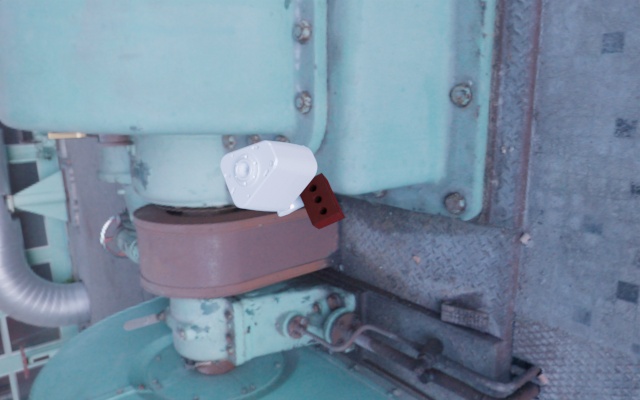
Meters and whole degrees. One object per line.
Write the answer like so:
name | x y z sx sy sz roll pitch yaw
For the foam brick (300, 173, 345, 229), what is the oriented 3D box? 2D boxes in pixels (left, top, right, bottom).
foam brick | 0.000 0.003 0.823 0.053 0.078 0.051 -26 -15 6
